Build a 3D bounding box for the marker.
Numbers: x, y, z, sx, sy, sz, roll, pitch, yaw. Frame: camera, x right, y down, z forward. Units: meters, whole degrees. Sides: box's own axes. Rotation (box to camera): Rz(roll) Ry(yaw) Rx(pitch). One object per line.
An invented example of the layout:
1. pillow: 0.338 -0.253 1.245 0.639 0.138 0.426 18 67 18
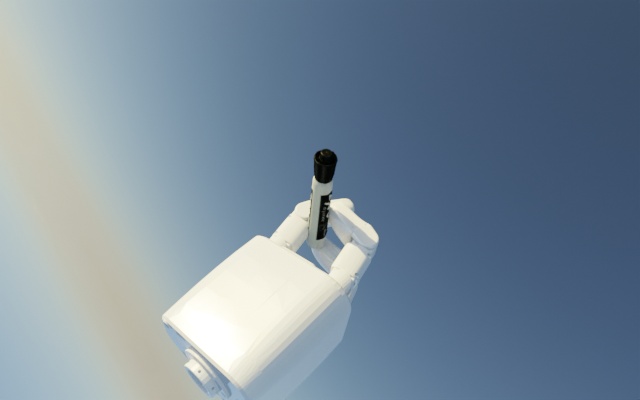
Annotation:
1. marker: 0.000 0.001 0.415 0.020 0.020 0.121 0 -39 -6
